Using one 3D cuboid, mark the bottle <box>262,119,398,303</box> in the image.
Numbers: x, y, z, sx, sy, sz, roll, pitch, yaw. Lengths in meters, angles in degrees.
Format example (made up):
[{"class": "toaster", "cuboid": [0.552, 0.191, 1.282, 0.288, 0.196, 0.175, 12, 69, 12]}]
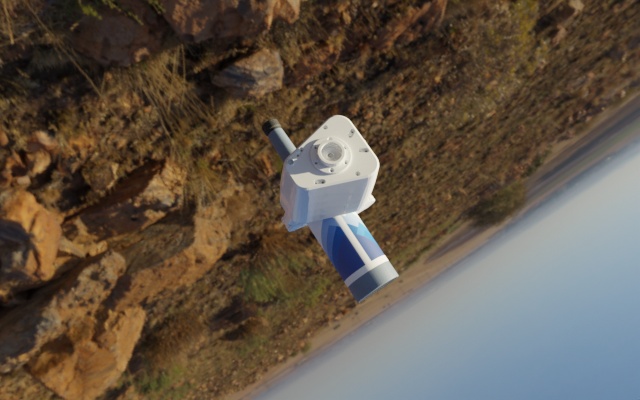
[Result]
[{"class": "bottle", "cuboid": [0.000, 0.002, 0.684, 0.069, 0.295, 0.069, -31, -16, -10]}]
